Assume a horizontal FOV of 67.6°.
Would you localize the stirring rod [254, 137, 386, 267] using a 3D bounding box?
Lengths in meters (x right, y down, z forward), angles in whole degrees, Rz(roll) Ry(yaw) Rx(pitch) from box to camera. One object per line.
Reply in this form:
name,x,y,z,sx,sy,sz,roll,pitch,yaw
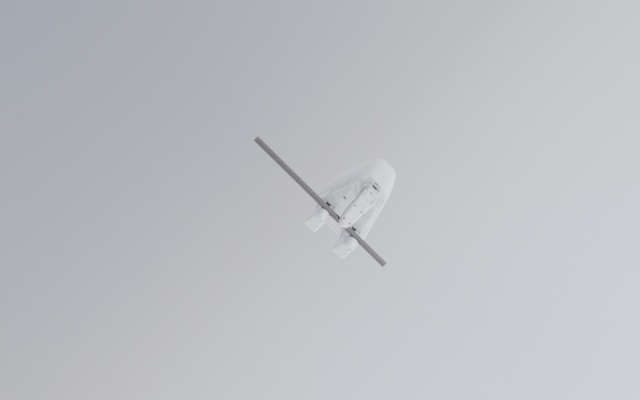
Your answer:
stirring rod,0.000,0.002,0.638,0.239,0.011,0.011,45,2,-2
